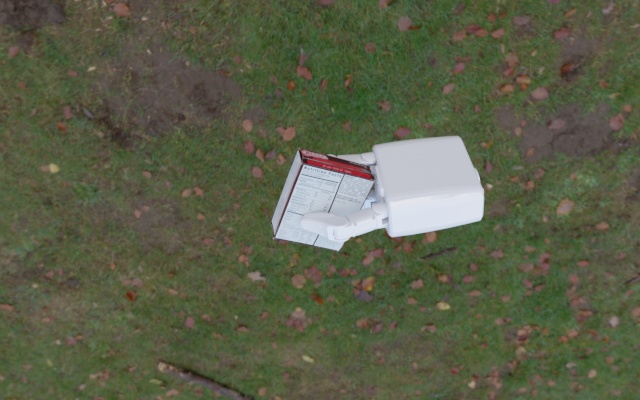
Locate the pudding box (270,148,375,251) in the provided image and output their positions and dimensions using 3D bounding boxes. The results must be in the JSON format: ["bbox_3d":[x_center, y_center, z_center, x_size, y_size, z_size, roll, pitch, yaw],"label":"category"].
[{"bbox_3d":[0.000,0.002,0.561,0.090,0.113,0.039,13,30,-17],"label":"pudding box"}]
